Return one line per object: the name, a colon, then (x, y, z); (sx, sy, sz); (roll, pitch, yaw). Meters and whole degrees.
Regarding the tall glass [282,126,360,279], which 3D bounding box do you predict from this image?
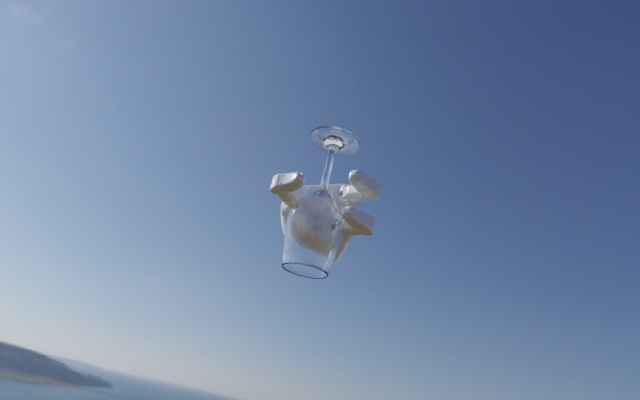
tall glass: (0.000, 0.001, 0.653); (0.079, 0.201, 0.079); (11, -24, 5)
